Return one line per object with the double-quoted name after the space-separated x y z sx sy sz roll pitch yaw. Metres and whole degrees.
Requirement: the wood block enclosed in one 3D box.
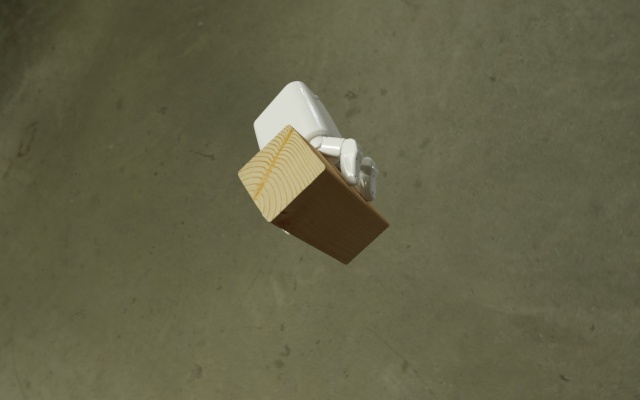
0.000 0.002 0.630 0.090 0.091 0.206 52 9 34 "wood block"
